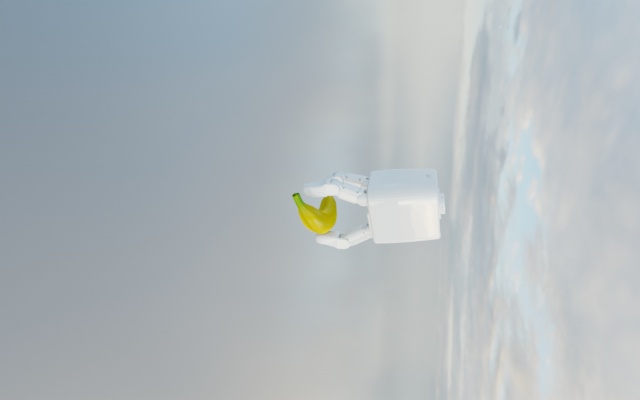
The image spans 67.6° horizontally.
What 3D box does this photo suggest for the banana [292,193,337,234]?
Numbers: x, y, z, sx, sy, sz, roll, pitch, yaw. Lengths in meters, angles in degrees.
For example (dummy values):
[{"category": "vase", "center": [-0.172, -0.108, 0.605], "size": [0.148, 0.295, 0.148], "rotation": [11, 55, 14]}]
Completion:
[{"category": "banana", "center": [0.002, 0.021, 0.805], "size": [0.037, 0.069, 0.198], "rotation": [-9, -3, 14]}]
